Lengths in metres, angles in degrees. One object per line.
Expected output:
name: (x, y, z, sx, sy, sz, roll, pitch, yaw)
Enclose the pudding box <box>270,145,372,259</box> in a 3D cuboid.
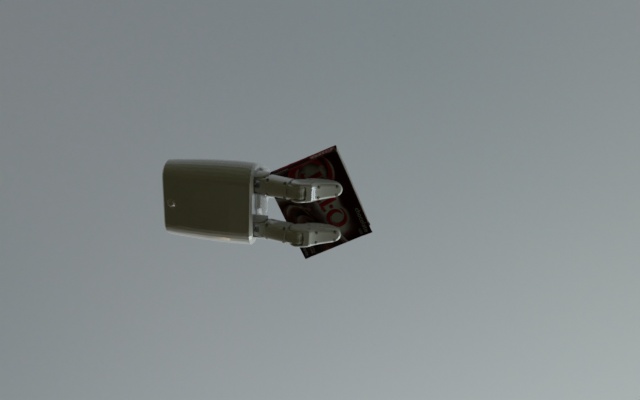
pudding box: (0.000, 0.002, 0.576, 0.090, 0.113, 0.039, -23, 17, 10)
